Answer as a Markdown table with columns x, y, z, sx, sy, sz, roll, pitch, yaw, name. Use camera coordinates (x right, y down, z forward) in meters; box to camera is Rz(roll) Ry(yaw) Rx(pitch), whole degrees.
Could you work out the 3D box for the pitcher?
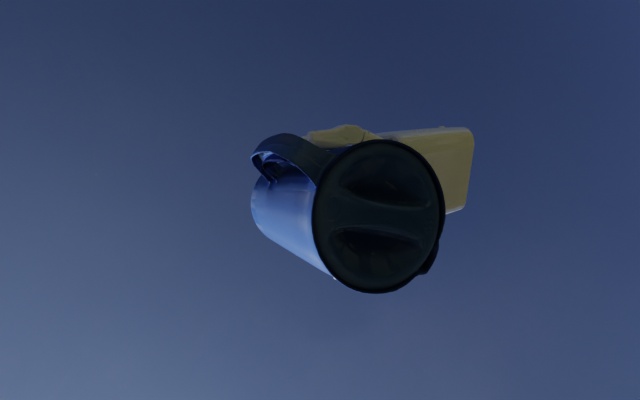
| x | y | z | sx | sy | sz | roll | pitch | yaw | name |
| --- | --- | --- | --- | --- | --- | --- | --- | --- | --- |
| 0.000 | 0.002 | 0.508 | 0.145 | 0.149 | 0.243 | -11 | 7 | -23 | pitcher |
